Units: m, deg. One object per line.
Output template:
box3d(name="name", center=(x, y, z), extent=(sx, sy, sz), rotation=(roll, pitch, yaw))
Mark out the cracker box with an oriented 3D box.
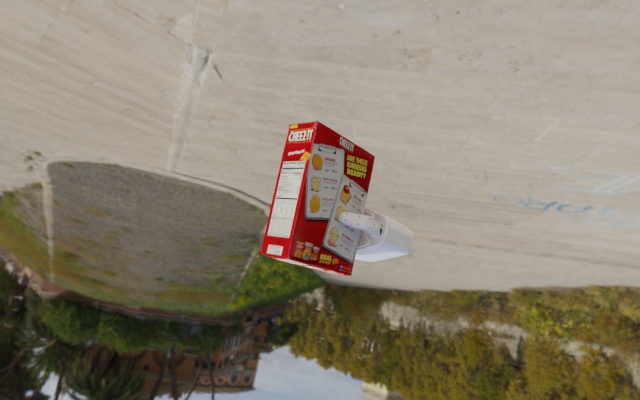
box3d(name="cracker box", center=(0.000, 0.003, 0.775), extent=(0.072, 0.213, 0.164), rotation=(2, -14, 40))
